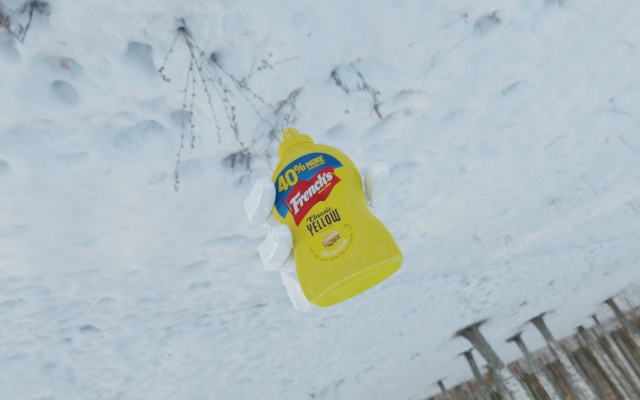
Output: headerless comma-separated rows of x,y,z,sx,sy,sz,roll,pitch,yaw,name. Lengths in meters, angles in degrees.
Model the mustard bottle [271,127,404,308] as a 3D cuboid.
0.000,0.002,0.479,0.096,0.191,0.058,-31,-30,11,mustard bottle
